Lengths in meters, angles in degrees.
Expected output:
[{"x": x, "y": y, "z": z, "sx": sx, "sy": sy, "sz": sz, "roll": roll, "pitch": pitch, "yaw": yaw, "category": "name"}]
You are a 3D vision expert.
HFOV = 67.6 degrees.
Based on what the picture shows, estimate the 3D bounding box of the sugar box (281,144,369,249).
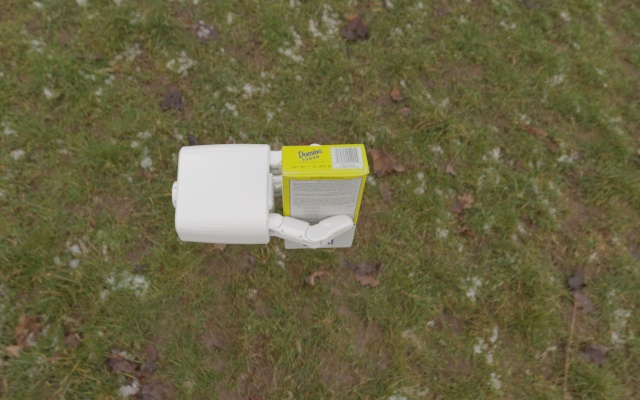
[{"x": 0.000, "y": 0.001, "z": 0.581, "sx": 0.093, "sy": 0.048, "sz": 0.176, "roll": -1, "pitch": -29, "yaw": -5, "category": "sugar box"}]
